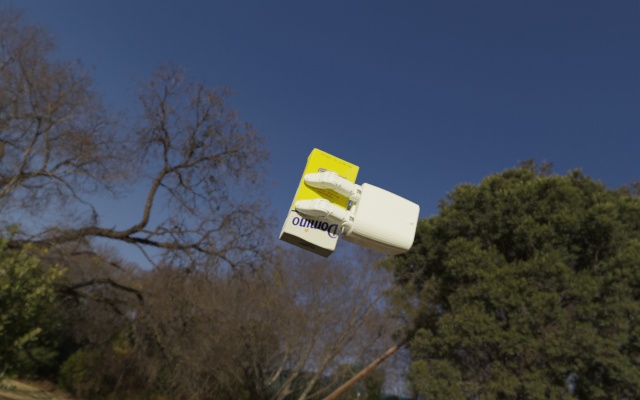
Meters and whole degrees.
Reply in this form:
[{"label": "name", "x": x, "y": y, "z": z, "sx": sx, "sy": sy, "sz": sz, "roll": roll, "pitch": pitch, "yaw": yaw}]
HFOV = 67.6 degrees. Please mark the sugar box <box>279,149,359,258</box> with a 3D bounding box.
[{"label": "sugar box", "x": 0.000, "y": 0.002, "z": 0.840, "sx": 0.093, "sy": 0.176, "sz": 0.048, "roll": 22, "pitch": -31, "yaw": -7}]
